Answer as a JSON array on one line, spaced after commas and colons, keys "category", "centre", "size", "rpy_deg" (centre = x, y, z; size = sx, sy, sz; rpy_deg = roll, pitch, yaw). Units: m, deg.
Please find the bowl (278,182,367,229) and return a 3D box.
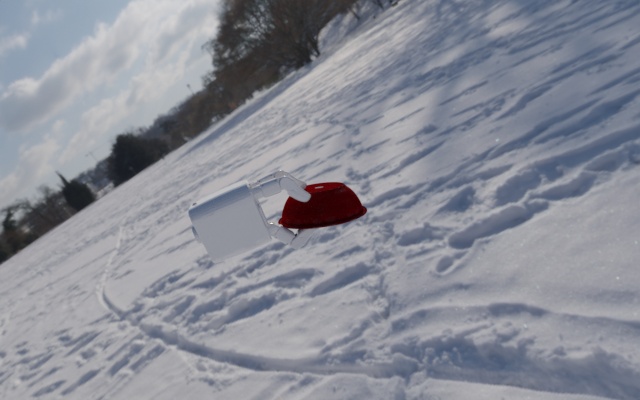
[{"category": "bowl", "centre": [0.001, 0.002, 0.849], "size": [0.162, 0.055, 0.162], "rpy_deg": [-8, 11, 2]}]
